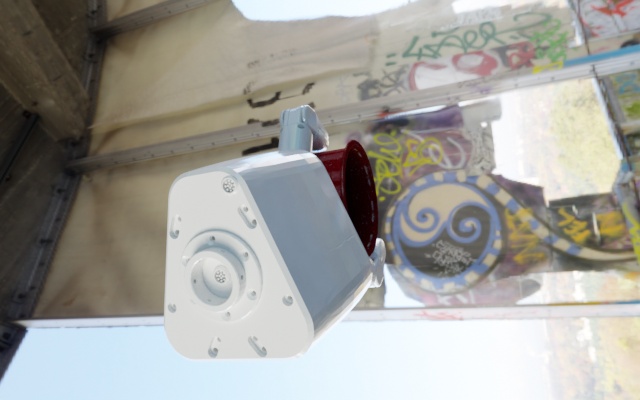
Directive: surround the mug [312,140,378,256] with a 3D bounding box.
[{"bbox_3d":[0.000,0.001,0.403,0.081,0.093,0.117,-7,5,21],"label":"mug"}]
